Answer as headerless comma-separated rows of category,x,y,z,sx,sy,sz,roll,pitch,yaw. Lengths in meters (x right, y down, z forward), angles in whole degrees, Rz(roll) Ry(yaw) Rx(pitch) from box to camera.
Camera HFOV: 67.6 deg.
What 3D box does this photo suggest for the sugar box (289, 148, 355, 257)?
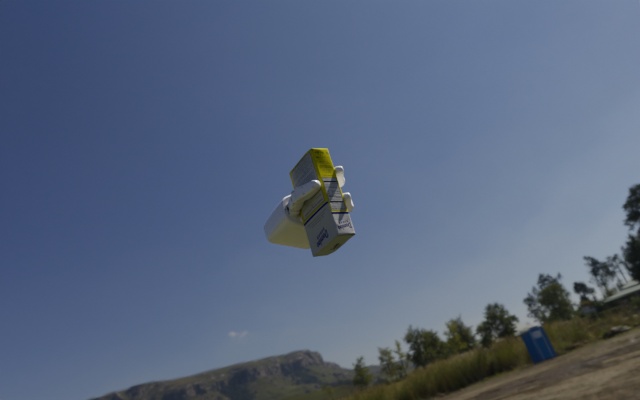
sugar box,0.000,0.003,0.862,0.048,0.176,0.093,-3,-26,-34
